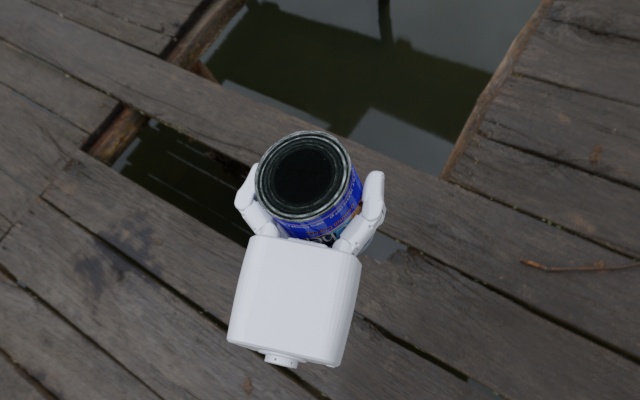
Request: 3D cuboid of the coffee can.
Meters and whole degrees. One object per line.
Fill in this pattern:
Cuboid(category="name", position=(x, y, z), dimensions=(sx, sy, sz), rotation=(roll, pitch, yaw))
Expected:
Cuboid(category="coffee can", position=(0.000, 0.002, 0.535), dimensions=(0.103, 0.102, 0.140), rotation=(0, -24, 18))
